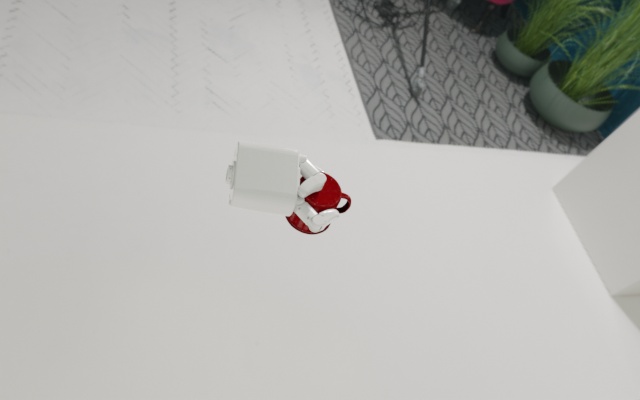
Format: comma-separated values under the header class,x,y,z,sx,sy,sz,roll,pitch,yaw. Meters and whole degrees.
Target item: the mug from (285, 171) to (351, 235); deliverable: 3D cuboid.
class,x,y,z,sx,sy,sz,roll,pitch,yaw
mug,0.002,0.003,0.863,0.117,0.093,0.081,7,-37,-17
